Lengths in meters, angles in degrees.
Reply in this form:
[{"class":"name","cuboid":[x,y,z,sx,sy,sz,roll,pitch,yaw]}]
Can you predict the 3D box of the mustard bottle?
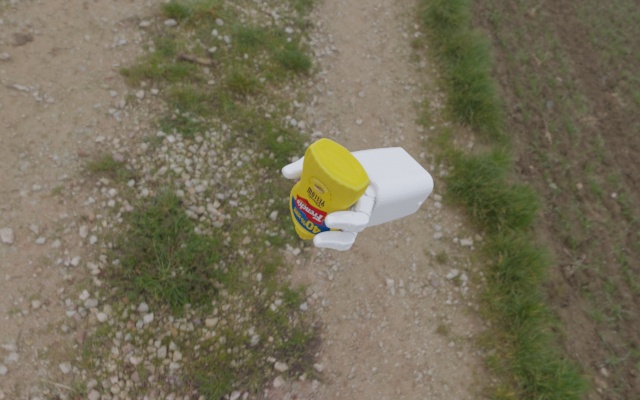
[{"class":"mustard bottle","cuboid":[0.000,0.002,0.710,0.058,0.096,0.192,-38,-16,-36]}]
